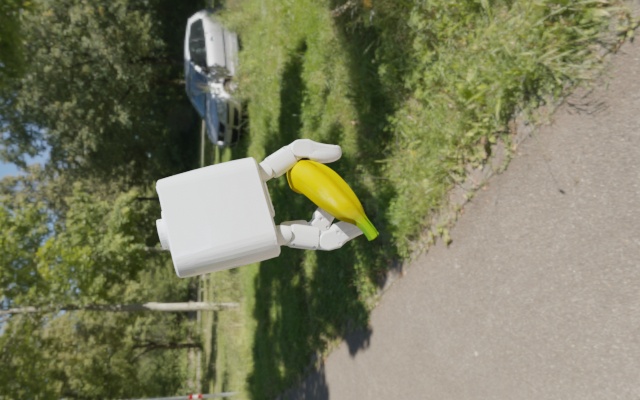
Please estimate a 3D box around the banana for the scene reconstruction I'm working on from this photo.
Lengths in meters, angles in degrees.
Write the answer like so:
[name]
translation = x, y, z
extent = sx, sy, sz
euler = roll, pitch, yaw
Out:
[banana]
translation = -0.005, -0.013, 0.528
extent = 0.037, 0.070, 0.197
euler = -28, 26, -12
